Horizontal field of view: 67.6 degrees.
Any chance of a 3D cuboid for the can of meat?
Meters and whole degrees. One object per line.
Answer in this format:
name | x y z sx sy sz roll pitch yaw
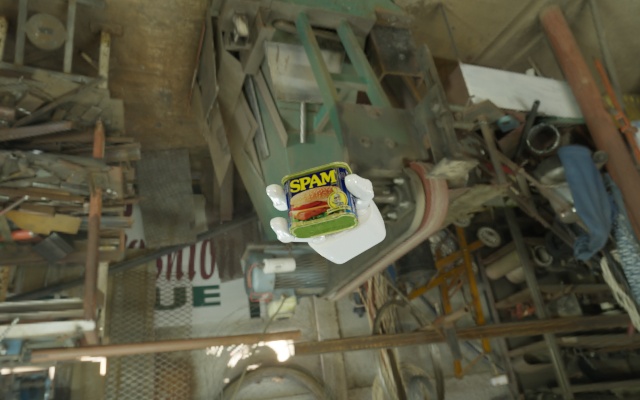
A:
can of meat | 0.000 0.002 0.685 0.102 0.084 0.057 -14 -26 12
